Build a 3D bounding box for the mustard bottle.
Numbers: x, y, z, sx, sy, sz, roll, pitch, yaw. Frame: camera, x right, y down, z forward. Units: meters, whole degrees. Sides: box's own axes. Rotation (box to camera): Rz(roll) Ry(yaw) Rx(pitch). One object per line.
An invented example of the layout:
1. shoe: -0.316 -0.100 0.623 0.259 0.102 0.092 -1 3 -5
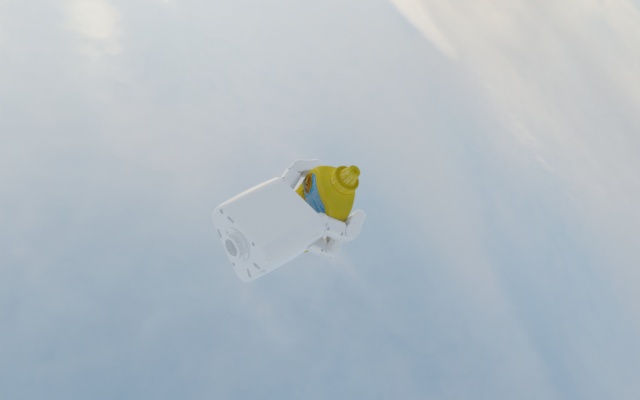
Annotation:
1. mustard bottle: 0.000 0.002 0.722 0.058 0.096 0.192 1 -27 -33
